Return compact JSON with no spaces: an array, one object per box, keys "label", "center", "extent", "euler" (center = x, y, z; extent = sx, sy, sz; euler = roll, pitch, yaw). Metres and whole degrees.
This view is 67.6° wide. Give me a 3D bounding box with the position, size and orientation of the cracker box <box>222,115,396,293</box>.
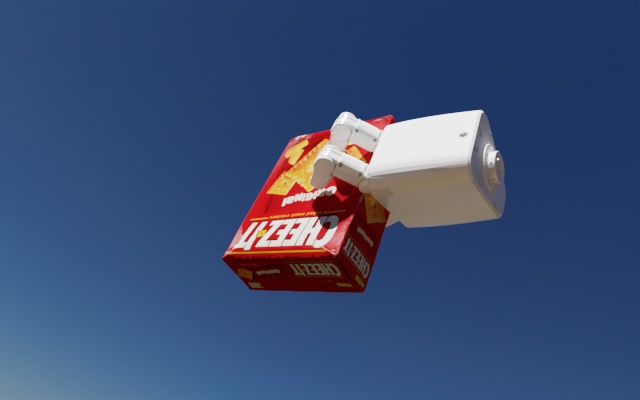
[{"label":"cracker box","center":[0.000,0.002,0.574],"extent":[0.164,0.213,0.072],"euler":[-7,-47,36]}]
